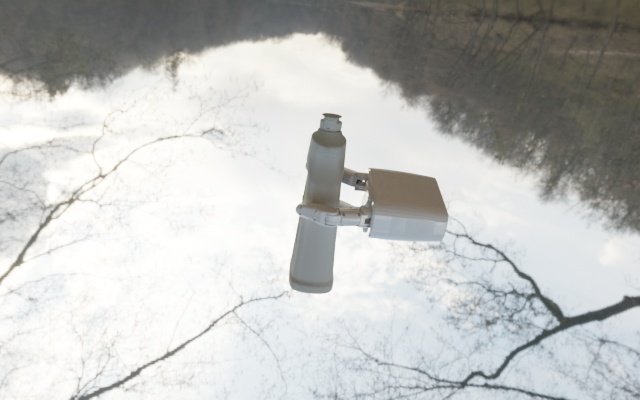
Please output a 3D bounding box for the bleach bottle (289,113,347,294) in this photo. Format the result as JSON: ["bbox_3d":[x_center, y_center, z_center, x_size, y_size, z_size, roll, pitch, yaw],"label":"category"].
[{"bbox_3d":[0.000,0.002,0.690,0.068,0.251,0.102,6,21,-5],"label":"bleach bottle"}]
